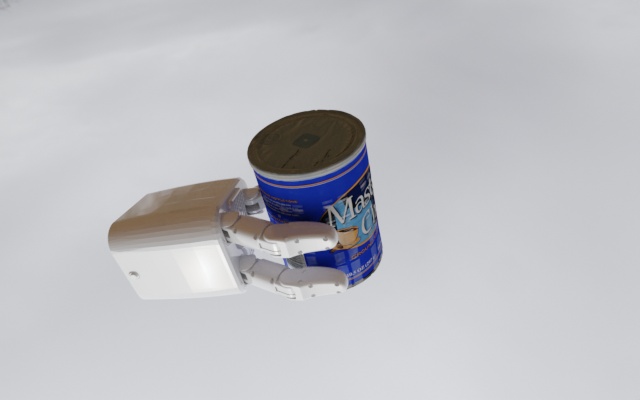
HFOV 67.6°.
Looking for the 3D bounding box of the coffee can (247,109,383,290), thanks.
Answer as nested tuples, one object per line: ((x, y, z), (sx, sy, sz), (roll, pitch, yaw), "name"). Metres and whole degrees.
((0.000, 0.001, 0.446), (0.103, 0.140, 0.102), (-8, 38, 7), "coffee can")
